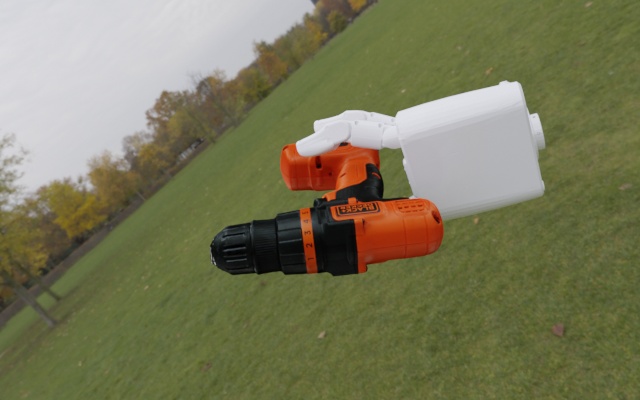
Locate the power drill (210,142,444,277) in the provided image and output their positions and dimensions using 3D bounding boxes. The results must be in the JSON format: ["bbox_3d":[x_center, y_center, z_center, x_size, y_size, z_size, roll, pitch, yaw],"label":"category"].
[{"bbox_3d":[0.000,0.001,0.441,0.184,0.057,0.187,-5,28,-2],"label":"power drill"}]
